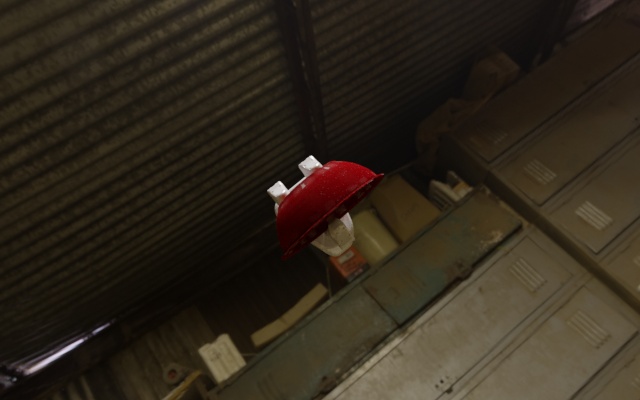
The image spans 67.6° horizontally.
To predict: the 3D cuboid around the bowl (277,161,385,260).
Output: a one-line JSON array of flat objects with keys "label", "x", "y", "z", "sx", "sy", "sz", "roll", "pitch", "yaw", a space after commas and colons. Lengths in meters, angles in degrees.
[{"label": "bowl", "x": 0.000, "y": 0.001, "z": 0.584, "sx": 0.162, "sy": 0.055, "sz": 0.162, "roll": -39, "pitch": -6, "yaw": -5}]
